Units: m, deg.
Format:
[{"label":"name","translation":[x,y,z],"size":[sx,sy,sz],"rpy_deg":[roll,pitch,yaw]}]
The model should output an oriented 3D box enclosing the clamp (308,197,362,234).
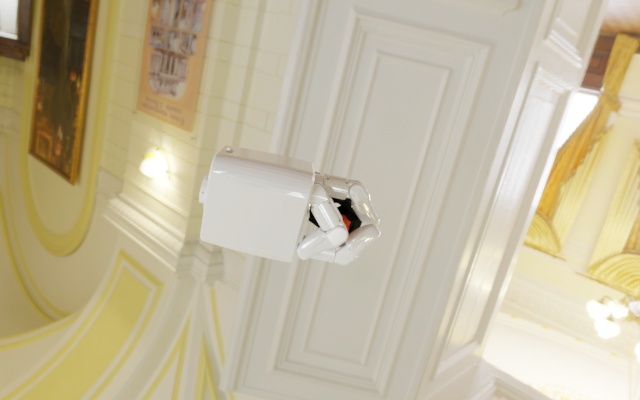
[{"label":"clamp","translation":[0.000,0.003,0.615],"size":[0.120,0.039,0.171],"rpy_deg":[13,14,-6]}]
